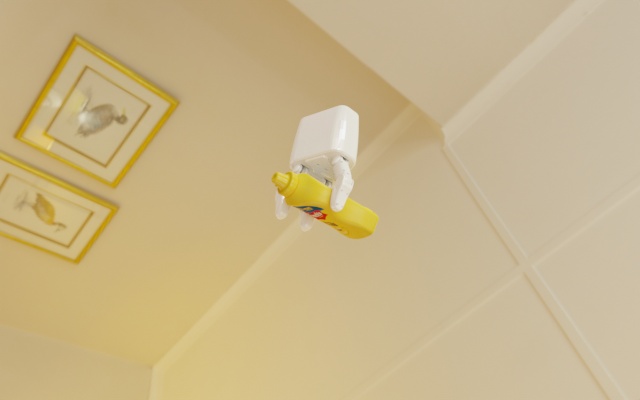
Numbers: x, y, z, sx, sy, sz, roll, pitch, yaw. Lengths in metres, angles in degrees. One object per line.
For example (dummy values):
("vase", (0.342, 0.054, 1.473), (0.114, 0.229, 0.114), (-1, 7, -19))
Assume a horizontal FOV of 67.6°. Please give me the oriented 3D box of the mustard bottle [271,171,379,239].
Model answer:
("mustard bottle", (0.000, 0.003, 0.794), (0.192, 0.058, 0.096), (30, -14, -31))
